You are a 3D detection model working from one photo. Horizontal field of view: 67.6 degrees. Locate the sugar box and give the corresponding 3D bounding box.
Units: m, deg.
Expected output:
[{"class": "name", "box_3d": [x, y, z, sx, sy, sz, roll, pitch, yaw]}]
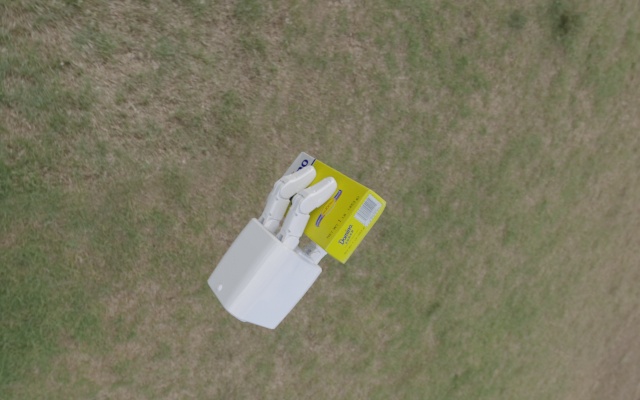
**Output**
[{"class": "sugar box", "box_3d": [0.000, 0.002, 0.639, 0.048, 0.093, 0.176, 39, -3, -39]}]
